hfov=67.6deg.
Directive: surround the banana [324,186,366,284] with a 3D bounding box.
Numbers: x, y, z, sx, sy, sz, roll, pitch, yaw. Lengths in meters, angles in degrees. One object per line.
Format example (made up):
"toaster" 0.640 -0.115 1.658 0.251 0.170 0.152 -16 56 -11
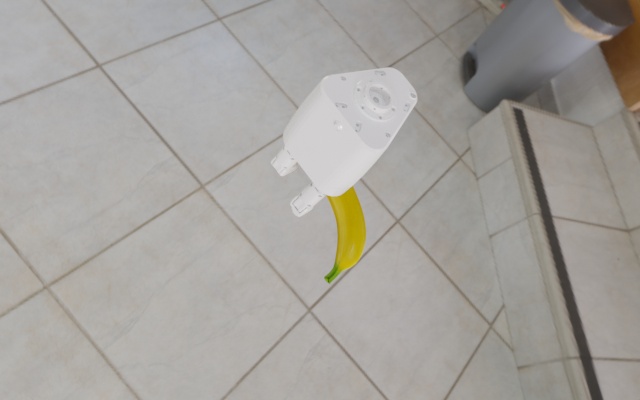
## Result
"banana" 0.018 0.003 0.620 0.069 0.197 0.037 -8 -15 -24
